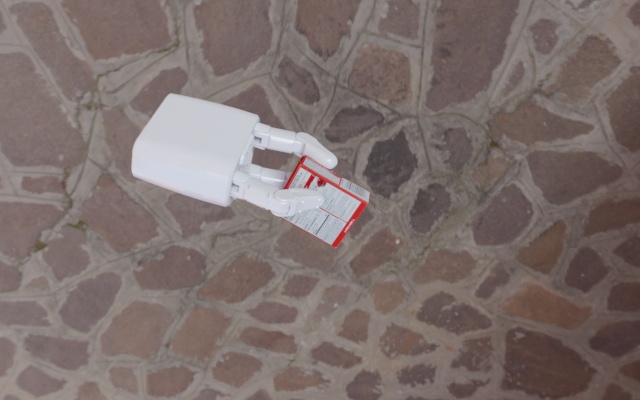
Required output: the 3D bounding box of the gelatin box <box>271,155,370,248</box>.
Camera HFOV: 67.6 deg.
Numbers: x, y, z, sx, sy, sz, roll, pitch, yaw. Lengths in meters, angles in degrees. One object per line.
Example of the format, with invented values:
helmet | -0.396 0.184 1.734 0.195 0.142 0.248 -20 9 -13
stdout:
gelatin box | 0.000 0.002 0.540 0.089 0.073 0.030 30 30 -5
